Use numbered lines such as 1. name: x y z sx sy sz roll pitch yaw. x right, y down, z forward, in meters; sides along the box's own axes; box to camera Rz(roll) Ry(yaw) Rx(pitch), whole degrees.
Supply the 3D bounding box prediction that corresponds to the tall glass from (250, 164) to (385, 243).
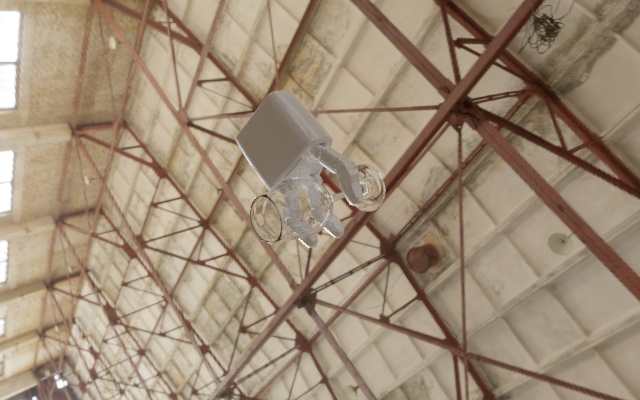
1. tall glass: 0.001 0.002 0.659 0.079 0.079 0.201 0 13 44
